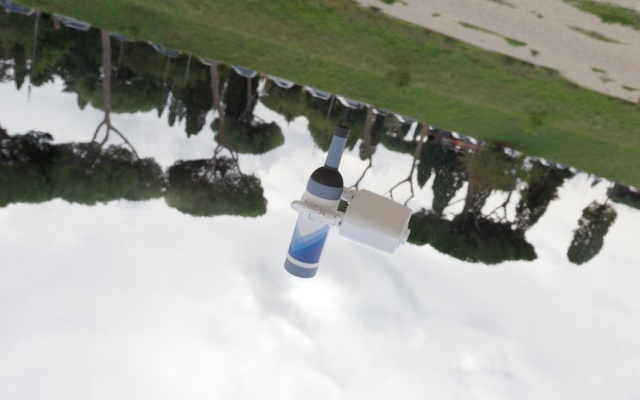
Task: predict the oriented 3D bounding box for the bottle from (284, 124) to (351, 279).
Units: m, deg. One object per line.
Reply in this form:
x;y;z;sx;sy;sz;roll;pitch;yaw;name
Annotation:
0.000;0.003;0.890;0.069;0.296;0.069;15;19;-5;bottle
